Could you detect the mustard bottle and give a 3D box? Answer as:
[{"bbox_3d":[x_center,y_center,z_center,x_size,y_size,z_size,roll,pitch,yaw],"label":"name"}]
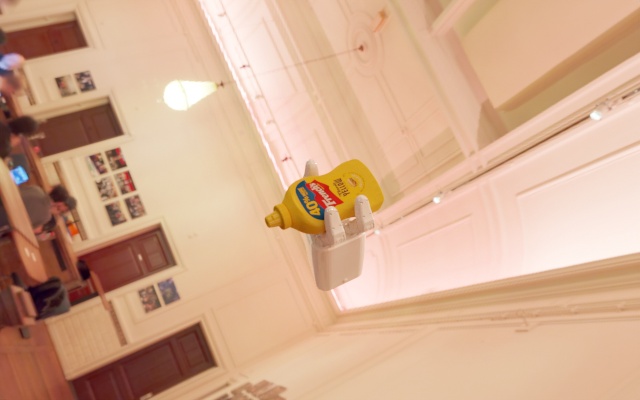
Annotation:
[{"bbox_3d":[0.000,0.002,0.767,0.191,0.096,0.058,-21,-23,-22],"label":"mustard bottle"}]
